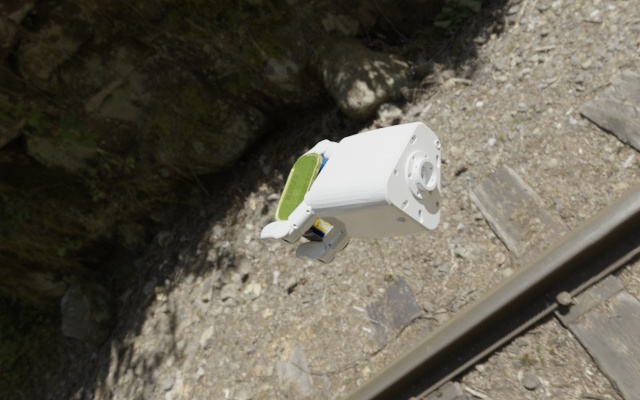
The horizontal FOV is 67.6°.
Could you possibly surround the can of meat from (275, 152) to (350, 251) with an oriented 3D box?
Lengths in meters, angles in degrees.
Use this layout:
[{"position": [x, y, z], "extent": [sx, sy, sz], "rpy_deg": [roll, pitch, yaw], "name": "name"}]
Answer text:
[{"position": [0.000, 0.002, 0.596], "extent": [0.084, 0.102, 0.057], "rpy_deg": [32, -22, -35], "name": "can of meat"}]
